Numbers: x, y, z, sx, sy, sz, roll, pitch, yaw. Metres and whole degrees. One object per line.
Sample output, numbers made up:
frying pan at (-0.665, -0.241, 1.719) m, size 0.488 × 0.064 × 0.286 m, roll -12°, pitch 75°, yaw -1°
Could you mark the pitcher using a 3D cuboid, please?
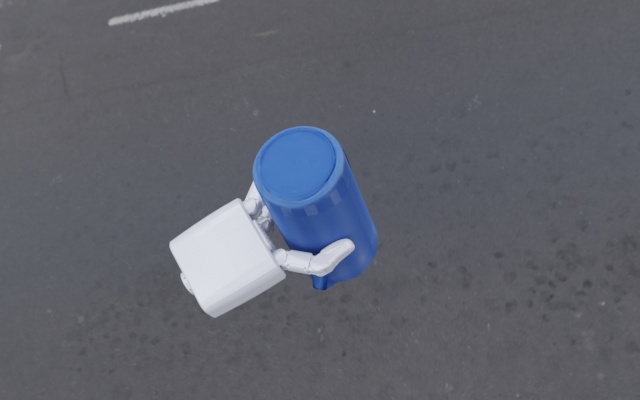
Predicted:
pitcher at (0.000, 0.002, 0.638) m, size 0.145 × 0.149 × 0.243 m, roll -31°, pitch -30°, yaw -4°
